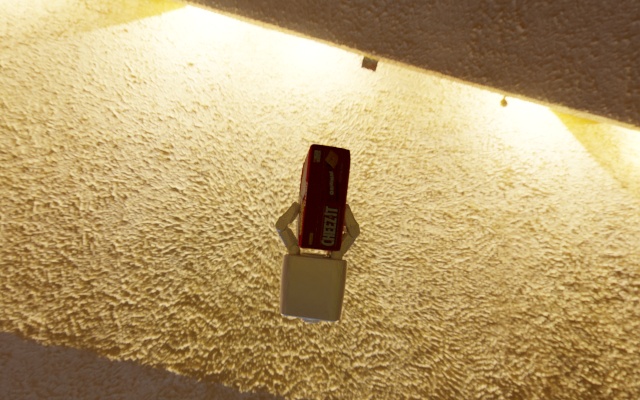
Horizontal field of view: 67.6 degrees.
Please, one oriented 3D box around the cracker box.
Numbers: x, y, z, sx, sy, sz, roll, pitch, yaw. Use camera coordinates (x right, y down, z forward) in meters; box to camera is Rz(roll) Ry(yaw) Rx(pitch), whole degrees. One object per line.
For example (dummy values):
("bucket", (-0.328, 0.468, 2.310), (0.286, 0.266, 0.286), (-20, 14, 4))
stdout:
("cracker box", (0.000, 0.003, 0.837), (0.072, 0.164, 0.214), (6, -4, -5))
